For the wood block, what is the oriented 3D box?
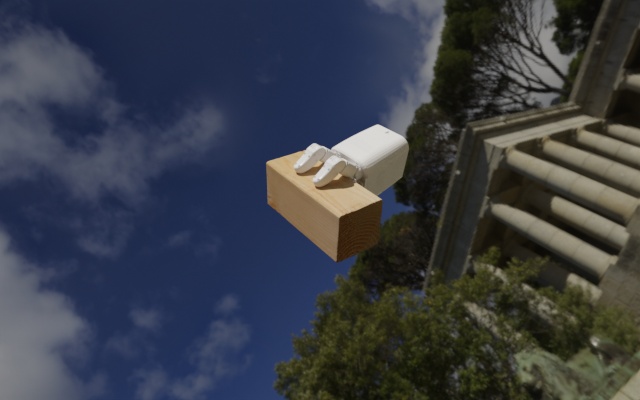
[{"bbox_3d":[0.000,0.003,0.809,0.090,0.091,0.206,-21,39,-30],"label":"wood block"}]
